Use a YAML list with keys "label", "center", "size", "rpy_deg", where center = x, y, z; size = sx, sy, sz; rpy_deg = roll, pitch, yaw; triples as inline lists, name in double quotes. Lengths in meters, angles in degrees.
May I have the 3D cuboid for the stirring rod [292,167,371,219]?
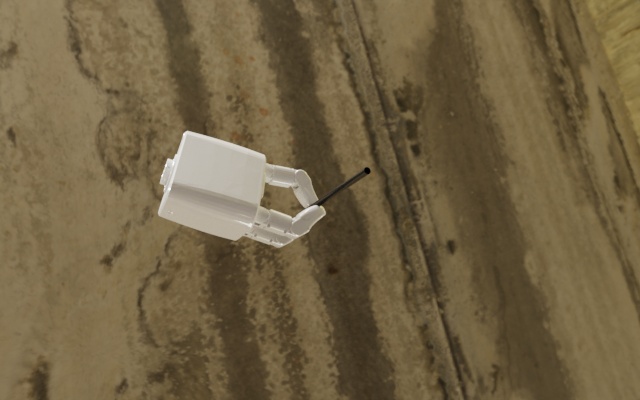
- label: "stirring rod"
  center: [0.000, 0.002, 0.609]
  size: [0.011, 0.011, 0.239]
  rpy_deg: [0, -16, -25]
